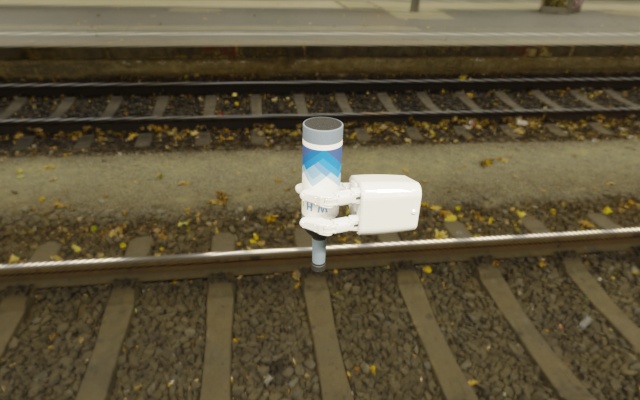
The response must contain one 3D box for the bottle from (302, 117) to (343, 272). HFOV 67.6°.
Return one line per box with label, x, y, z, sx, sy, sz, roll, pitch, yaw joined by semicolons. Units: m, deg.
bottle;0.000;0.003;0.852;0.069;0.296;0.069;1;29;-1
